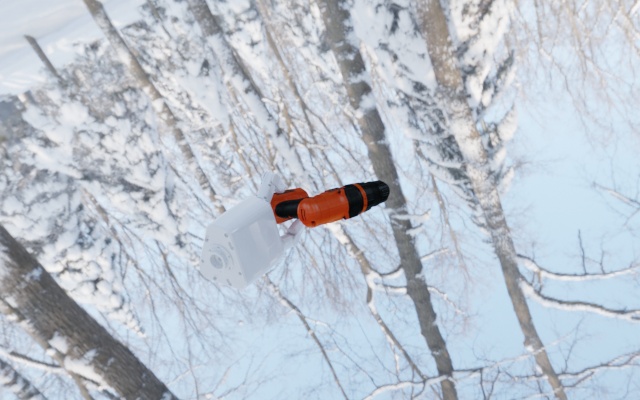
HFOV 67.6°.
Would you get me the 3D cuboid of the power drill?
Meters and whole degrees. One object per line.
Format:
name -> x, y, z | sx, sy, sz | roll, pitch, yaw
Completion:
power drill -> 0.000, 0.003, 0.810 | 0.184, 0.057, 0.187 | -14, 5, -39
